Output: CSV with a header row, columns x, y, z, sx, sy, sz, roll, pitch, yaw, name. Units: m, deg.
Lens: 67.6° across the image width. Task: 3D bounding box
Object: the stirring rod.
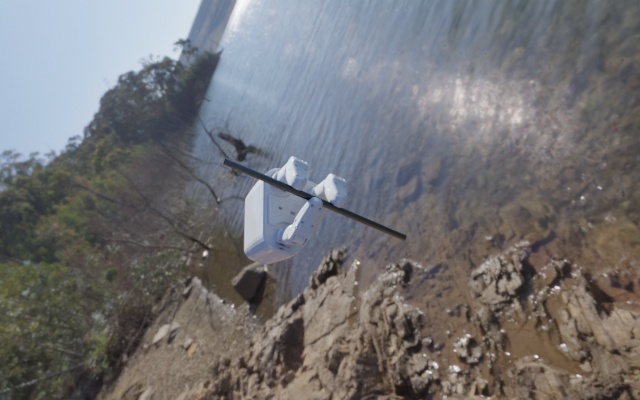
x,y,z,sx,sy,sz,roll,pitch,yaw,name
0.000,0.002,0.561,0.239,0.011,0.011,23,-8,-18,stirring rod
